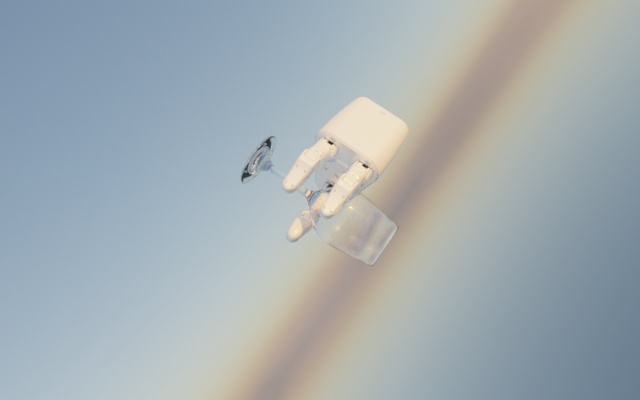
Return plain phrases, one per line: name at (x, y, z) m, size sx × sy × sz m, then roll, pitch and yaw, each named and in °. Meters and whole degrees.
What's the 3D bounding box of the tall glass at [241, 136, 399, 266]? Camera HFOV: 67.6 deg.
tall glass at (-0.001, 0.002, 0.611) m, size 0.201 × 0.079 × 0.079 m, roll 35°, pitch 5°, yaw 8°
